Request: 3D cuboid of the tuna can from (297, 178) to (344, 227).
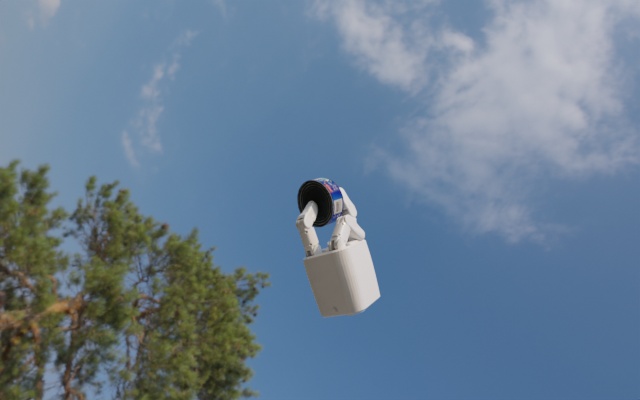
[{"bbox_3d":[0.000,0.003,0.855,0.086,0.086,0.033,0,12,43],"label":"tuna can"}]
